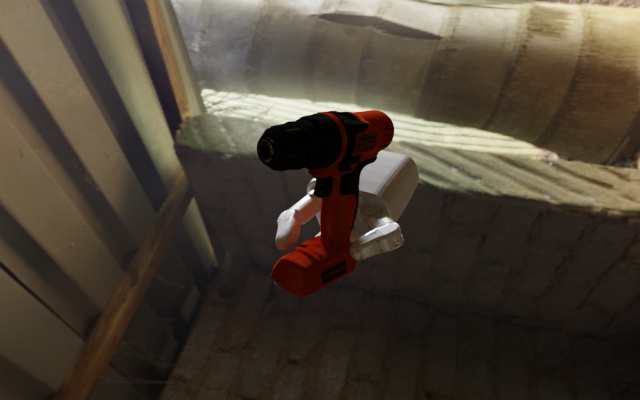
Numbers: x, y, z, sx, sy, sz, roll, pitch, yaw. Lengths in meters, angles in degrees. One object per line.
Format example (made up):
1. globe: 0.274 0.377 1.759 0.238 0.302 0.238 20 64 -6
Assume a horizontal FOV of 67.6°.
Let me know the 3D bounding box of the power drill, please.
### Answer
1. power drill: 0.000 0.002 0.486 0.057 0.188 0.184 28 29 33
